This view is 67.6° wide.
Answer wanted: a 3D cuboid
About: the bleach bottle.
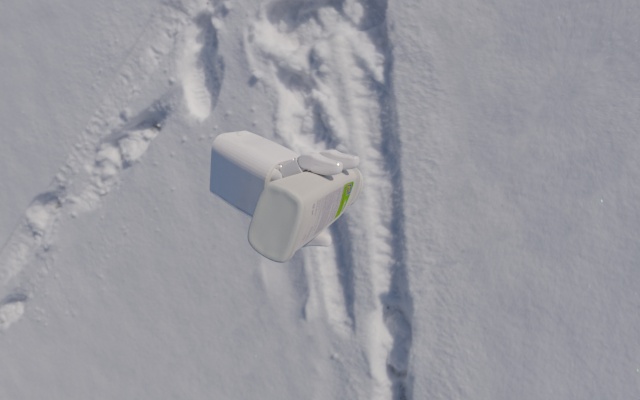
[{"bbox_3d":[0.000,0.002,0.683,0.068,0.103,0.251,28,22,19],"label":"bleach bottle"}]
